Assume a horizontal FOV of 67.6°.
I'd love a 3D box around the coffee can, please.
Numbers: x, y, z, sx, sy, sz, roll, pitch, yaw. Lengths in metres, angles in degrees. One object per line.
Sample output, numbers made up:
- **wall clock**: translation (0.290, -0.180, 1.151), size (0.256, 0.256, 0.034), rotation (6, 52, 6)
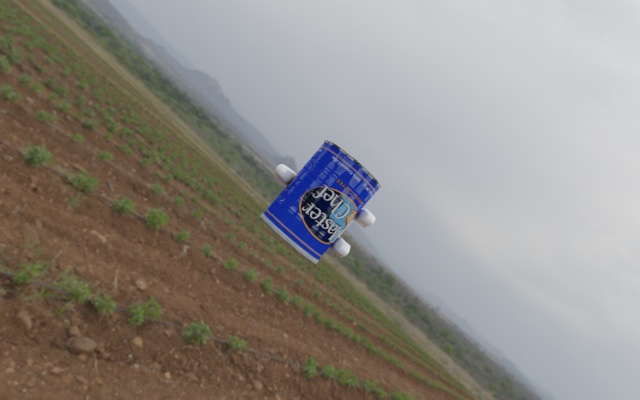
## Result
- **coffee can**: translation (0.000, 0.002, 0.665), size (0.103, 0.140, 0.103), rotation (41, -2, 2)
